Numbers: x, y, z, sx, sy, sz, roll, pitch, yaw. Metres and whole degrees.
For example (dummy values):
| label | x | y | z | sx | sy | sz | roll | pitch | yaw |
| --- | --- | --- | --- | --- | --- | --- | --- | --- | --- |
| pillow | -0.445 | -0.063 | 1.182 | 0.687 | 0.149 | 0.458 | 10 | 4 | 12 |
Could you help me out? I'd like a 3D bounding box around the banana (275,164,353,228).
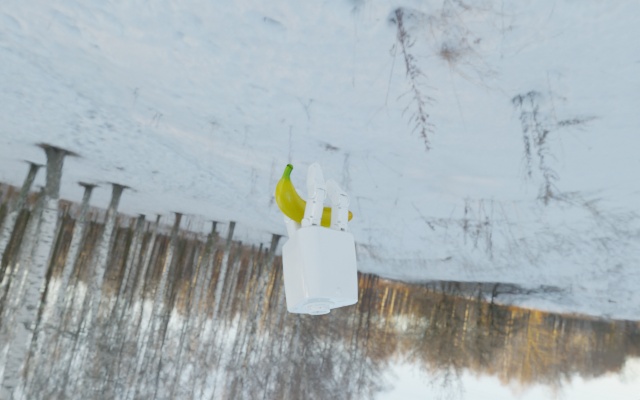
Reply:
| label | x | y | z | sx | sy | sz | roll | pitch | yaw |
| --- | --- | --- | --- | --- | --- | --- | --- | --- | --- |
| banana | -0.016 | 0.012 | 0.774 | 0.069 | 0.037 | 0.198 | -35 | -37 | 15 |
